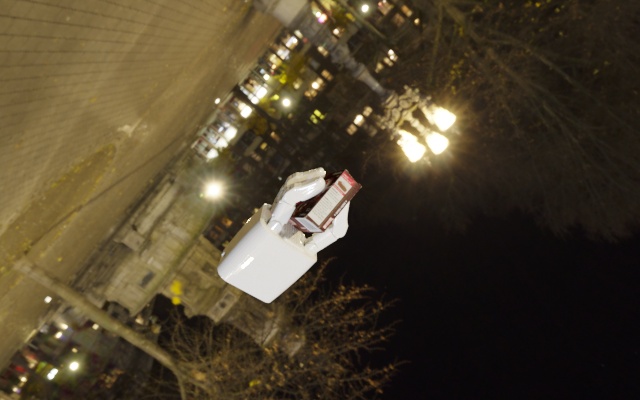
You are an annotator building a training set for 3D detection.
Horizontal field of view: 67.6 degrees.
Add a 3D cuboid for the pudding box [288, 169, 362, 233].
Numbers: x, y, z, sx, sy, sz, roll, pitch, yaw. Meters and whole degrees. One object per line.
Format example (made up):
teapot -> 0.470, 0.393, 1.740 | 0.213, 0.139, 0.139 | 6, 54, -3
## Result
pudding box -> 0.000, 0.002, 0.694 | 0.039, 0.090, 0.113 | 43, -15, -15
